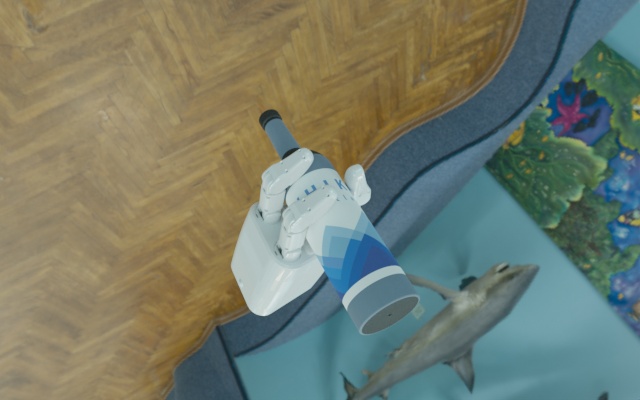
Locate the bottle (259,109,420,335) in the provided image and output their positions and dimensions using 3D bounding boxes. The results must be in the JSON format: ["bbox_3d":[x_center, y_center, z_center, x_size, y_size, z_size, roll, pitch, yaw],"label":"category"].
[{"bbox_3d":[0.000,0.002,0.525,0.069,0.295,0.069,-22,-33,-15],"label":"bottle"}]
